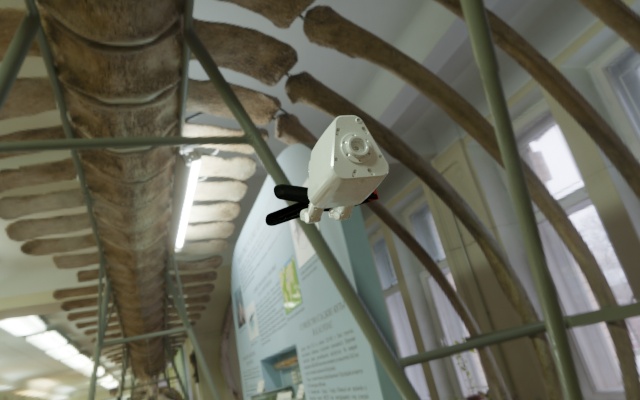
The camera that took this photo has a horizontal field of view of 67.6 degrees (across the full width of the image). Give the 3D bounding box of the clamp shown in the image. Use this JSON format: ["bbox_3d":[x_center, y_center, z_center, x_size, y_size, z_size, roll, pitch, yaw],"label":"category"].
[{"bbox_3d":[0.001,0.002,0.864,0.210,0.036,0.165,-6,-18,-21],"label":"clamp"}]
